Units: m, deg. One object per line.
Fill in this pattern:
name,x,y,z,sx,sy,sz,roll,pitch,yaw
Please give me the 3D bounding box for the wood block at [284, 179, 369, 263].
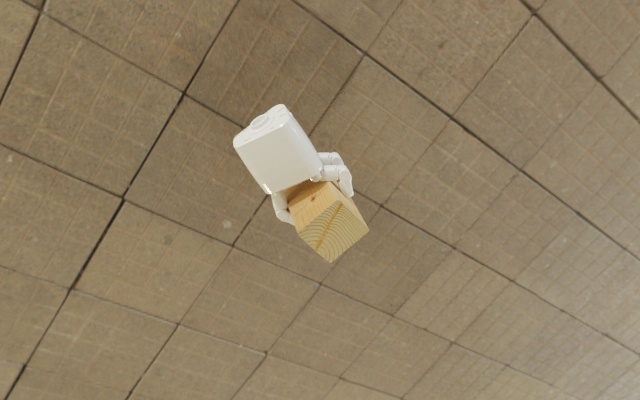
wood block,0.000,0.003,0.862,0.090,0.091,0.206,44,12,-30
